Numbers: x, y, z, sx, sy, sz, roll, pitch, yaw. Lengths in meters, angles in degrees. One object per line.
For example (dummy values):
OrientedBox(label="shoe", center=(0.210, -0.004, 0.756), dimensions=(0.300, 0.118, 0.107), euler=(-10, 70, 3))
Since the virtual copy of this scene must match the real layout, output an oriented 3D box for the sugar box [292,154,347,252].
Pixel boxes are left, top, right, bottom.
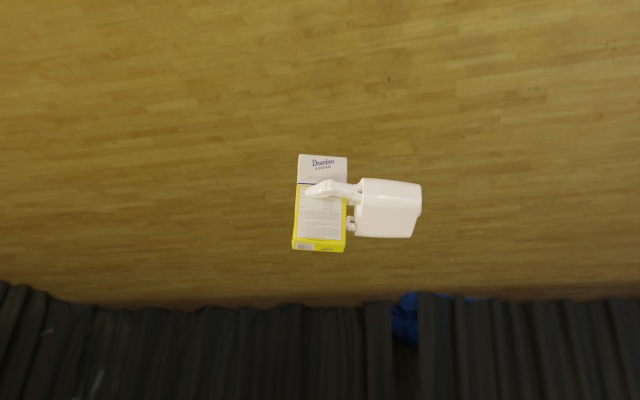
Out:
OrientedBox(label="sugar box", center=(0.000, 0.003, 0.870), dimensions=(0.093, 0.176, 0.048), euler=(5, -29, -2))
